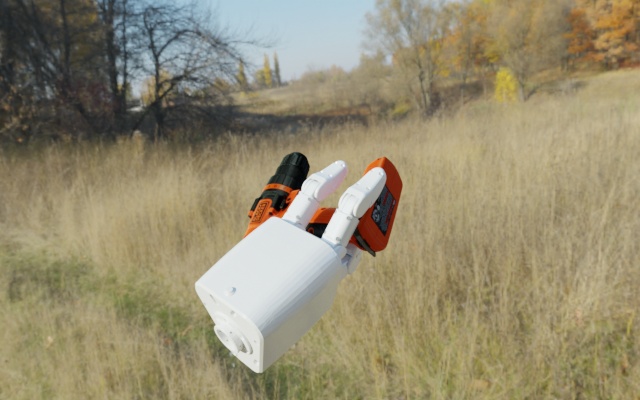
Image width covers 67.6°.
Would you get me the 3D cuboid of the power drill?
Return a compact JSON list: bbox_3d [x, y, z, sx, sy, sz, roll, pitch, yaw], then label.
[{"bbox_3d":[0.000,0.002,0.570,0.187,0.184,0.057,-10,-43,36],"label":"power drill"}]
